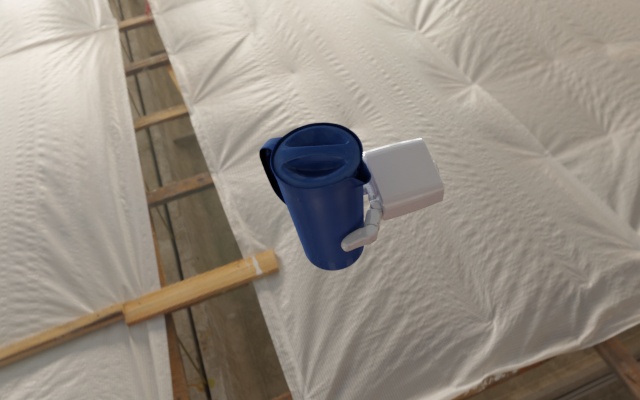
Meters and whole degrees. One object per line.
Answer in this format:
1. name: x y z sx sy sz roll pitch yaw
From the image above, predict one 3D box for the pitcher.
1. pitcher: 0.000 0.002 0.764 0.145 0.149 0.243 -17 -40 -5
